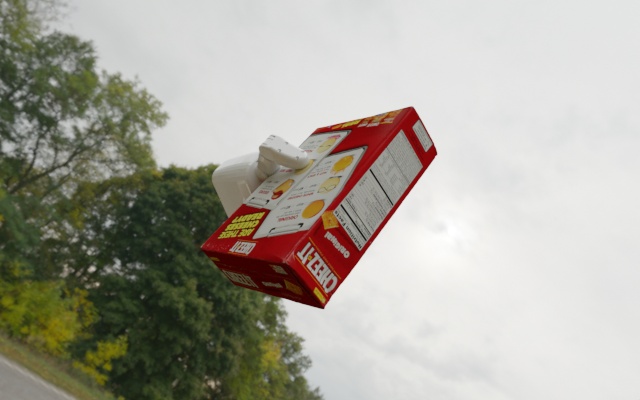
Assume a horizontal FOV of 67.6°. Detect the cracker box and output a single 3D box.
[{"bbox_3d":[0.000,0.001,0.501,0.164,0.072,0.213,-1,42,53],"label":"cracker box"}]
